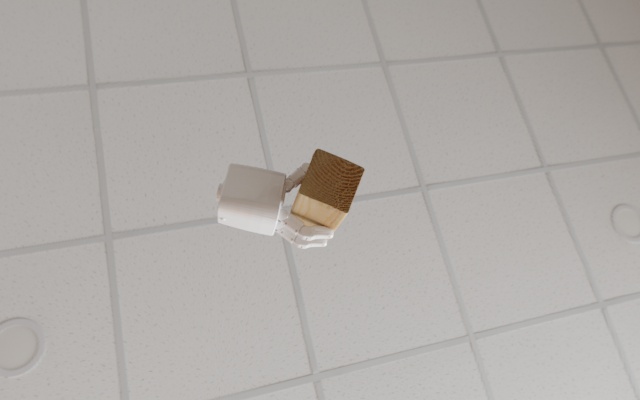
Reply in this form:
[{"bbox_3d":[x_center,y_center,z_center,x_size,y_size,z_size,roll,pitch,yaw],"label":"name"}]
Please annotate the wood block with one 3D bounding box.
[{"bbox_3d":[0.000,0.002,0.866,0.090,0.090,0.206,23,-23,-3],"label":"wood block"}]
